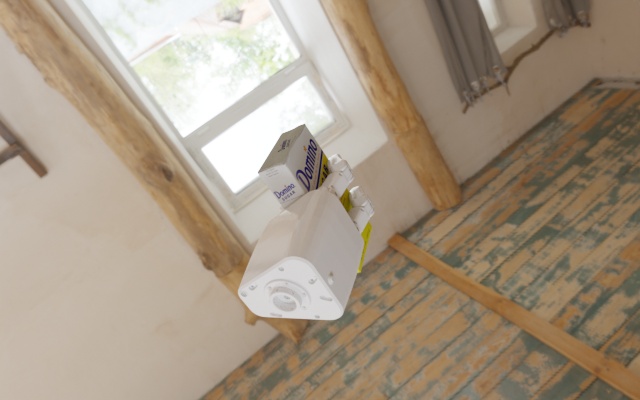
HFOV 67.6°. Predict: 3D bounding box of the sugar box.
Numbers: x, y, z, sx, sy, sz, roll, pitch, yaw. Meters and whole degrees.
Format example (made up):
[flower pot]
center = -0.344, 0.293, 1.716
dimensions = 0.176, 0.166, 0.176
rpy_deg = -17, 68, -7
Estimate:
[sugar box]
center = 0.001, 0.002, 0.593
dimensions = 0.048, 0.176, 0.093
rpy_deg = -18, 30, 28
